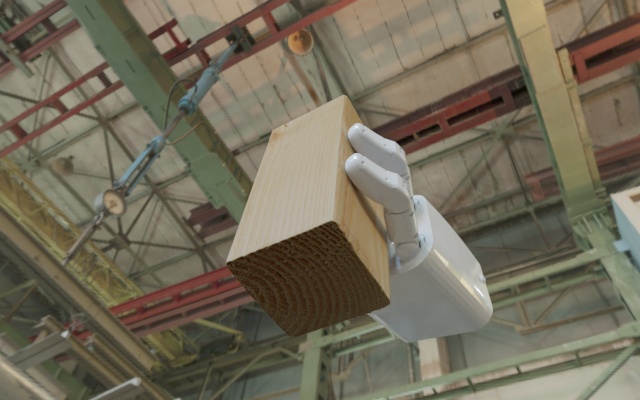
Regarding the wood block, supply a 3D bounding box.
[{"bbox_3d":[0.000,0.002,0.421,0.091,0.090,0.206,-24,29,20],"label":"wood block"}]
